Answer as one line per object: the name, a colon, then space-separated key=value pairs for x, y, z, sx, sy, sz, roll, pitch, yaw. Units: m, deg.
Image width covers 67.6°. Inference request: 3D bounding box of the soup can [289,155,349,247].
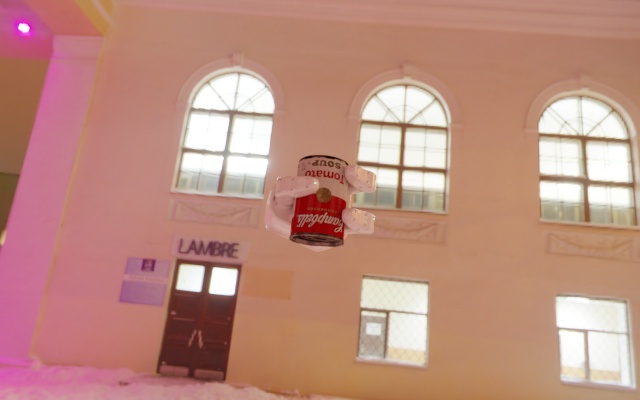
soup can: x=0.000 y=0.002 z=0.598 sx=0.068 sy=0.102 sz=0.068 roll=5 pitch=-16 yaw=1
